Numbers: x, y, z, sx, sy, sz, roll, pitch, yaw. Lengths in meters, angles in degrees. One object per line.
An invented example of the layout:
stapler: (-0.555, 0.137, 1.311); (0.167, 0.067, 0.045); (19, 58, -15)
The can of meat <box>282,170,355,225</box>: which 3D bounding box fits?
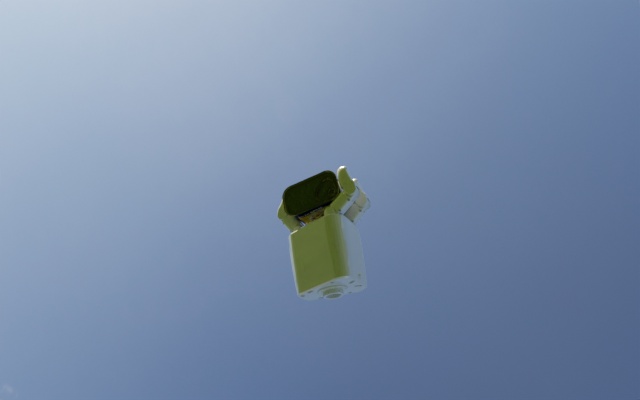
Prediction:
can of meat: (0.000, 0.003, 0.817); (0.102, 0.057, 0.084); (-23, -31, 17)
